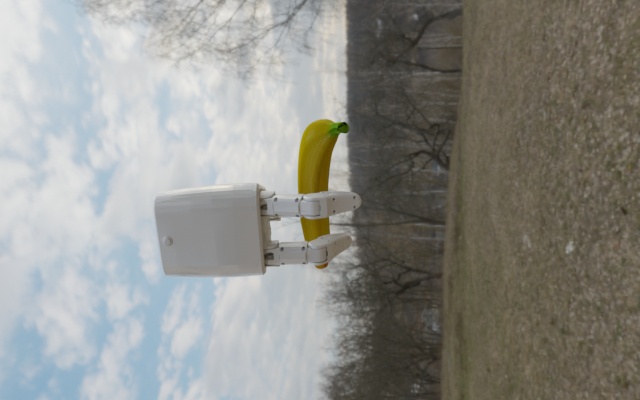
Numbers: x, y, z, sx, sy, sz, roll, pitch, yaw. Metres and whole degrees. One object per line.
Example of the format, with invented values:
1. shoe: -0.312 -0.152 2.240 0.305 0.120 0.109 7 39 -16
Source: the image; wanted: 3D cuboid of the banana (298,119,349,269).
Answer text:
1. banana: -0.004 -0.013 0.526 0.037 0.198 0.069 -6 40 -13
